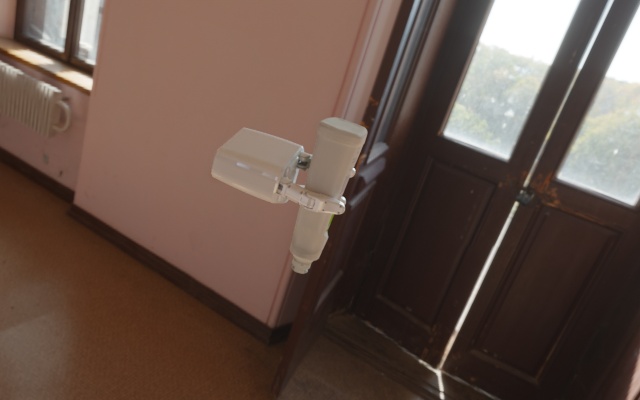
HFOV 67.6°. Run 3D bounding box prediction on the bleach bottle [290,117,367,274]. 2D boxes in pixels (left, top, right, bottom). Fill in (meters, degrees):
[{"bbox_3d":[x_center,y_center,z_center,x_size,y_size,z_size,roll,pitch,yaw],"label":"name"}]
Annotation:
[{"bbox_3d":[0.000,0.002,0.738,0.068,0.251,0.102,21,19,9],"label":"bleach bottle"}]
